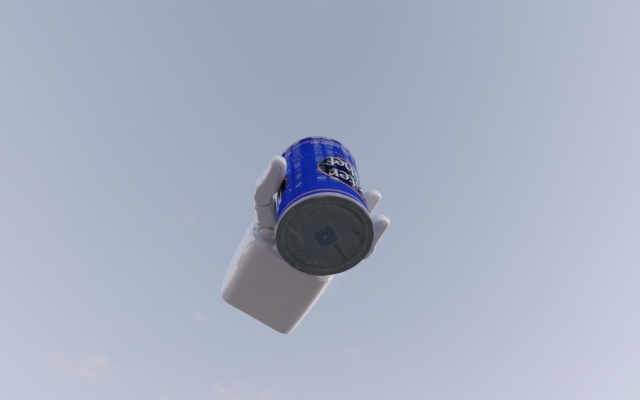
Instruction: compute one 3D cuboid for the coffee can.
[{"bbox_3d":[0.000,0.002,0.548,0.103,0.103,0.140,0,32,-5],"label":"coffee can"}]
